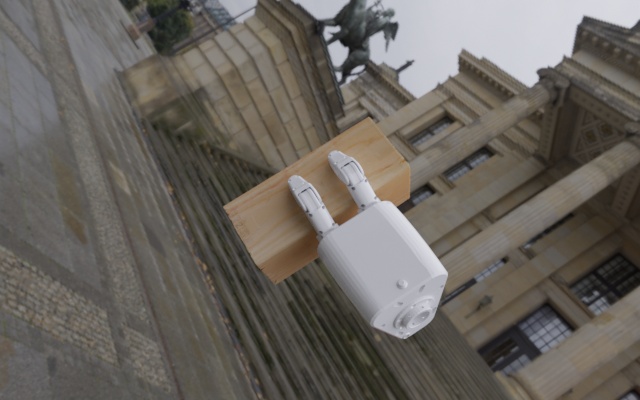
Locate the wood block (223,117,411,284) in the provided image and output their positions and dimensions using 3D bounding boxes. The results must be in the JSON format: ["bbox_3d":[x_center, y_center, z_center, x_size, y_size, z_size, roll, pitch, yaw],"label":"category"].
[{"bbox_3d":[0.000,0.002,0.589,0.206,0.090,0.091,-32,-26,-6],"label":"wood block"}]
